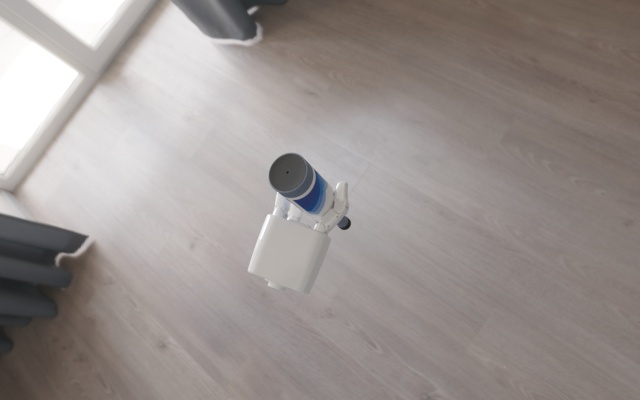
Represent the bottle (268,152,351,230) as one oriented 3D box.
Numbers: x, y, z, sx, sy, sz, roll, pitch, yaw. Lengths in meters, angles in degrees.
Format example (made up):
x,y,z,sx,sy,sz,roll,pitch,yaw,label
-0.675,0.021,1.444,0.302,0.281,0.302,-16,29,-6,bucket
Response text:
x,y,z,sx,sy,sz,roll,pitch,yaw,label
0.000,0.003,0.854,0.069,0.069,0.296,0,-18,21,bottle
